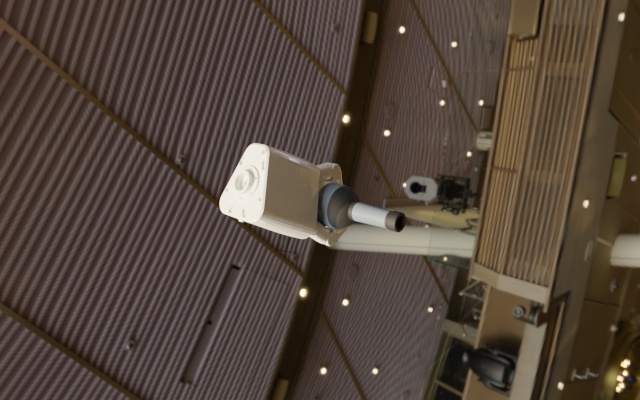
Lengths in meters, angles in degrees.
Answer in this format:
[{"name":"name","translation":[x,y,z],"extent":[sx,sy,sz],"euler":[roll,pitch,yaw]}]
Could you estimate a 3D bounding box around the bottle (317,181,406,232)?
[{"name":"bottle","translation":[0.000,0.002,0.734],"extent":[0.295,0.069,0.069],"euler":[14,9,41]}]
